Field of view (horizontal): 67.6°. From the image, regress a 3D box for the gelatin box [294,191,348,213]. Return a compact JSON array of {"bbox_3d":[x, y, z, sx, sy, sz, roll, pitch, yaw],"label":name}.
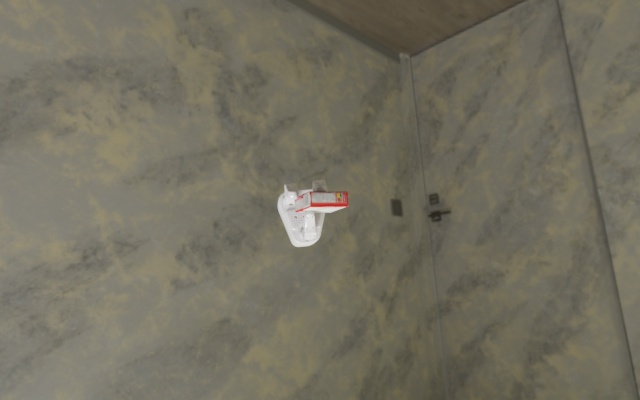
[{"bbox_3d":[0.000,0.003,0.868,0.073,0.030,0.089,0,-8,-21],"label":"gelatin box"}]
